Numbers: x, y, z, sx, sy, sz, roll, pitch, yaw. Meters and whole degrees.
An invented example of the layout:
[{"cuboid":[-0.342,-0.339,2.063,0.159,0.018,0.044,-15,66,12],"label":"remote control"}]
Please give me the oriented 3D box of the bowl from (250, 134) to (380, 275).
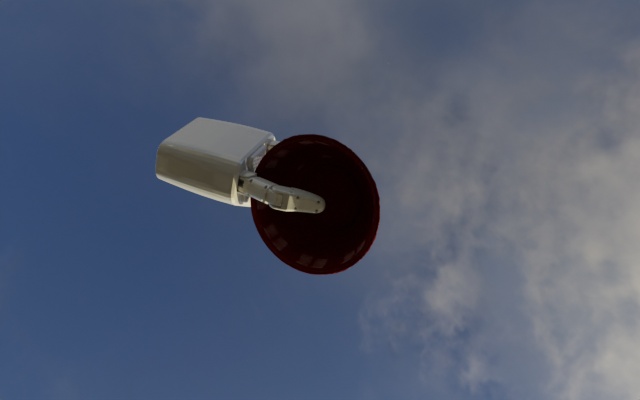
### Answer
[{"cuboid":[0.001,0.002,0.558,0.162,0.162,0.055,0,11,25],"label":"bowl"}]
